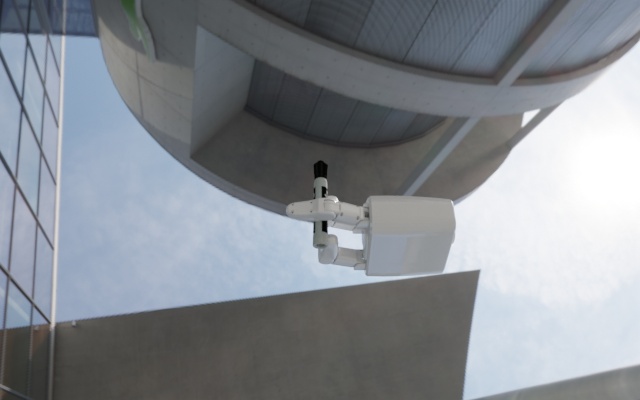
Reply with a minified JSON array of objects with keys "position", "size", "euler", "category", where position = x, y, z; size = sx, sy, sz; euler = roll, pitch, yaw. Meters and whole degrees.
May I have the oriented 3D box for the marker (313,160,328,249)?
[{"position":[0.000,0.002,0.601],"size":[0.020,0.121,0.020],"euler":[0,-29,0],"category":"marker"}]
